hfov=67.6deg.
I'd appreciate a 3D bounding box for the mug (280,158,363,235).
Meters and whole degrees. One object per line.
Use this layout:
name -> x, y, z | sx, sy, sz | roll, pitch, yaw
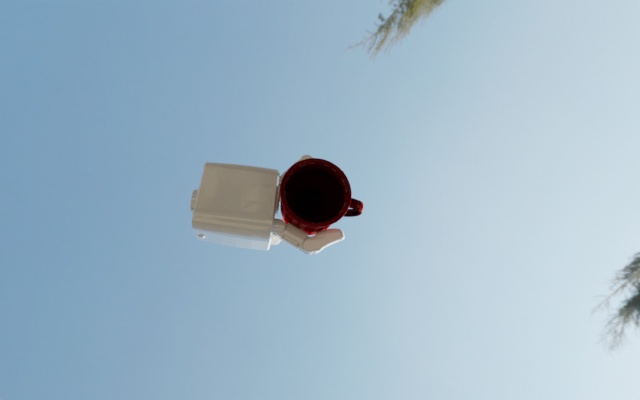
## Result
mug -> 0.001, 0.002, 0.649 | 0.117, 0.093, 0.081 | 9, -18, -7
